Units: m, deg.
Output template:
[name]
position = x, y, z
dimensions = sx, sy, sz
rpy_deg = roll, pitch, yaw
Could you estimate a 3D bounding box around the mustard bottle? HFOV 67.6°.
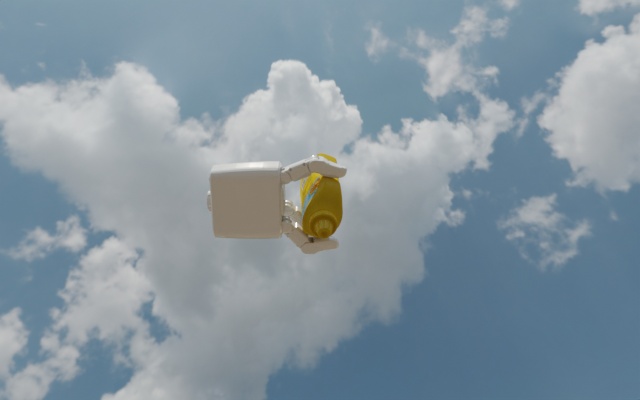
[mustard bottle]
position = 0.000, 0.002, 0.753
dimensions = 0.058, 0.096, 0.191
rpy_deg = 19, 25, -12
